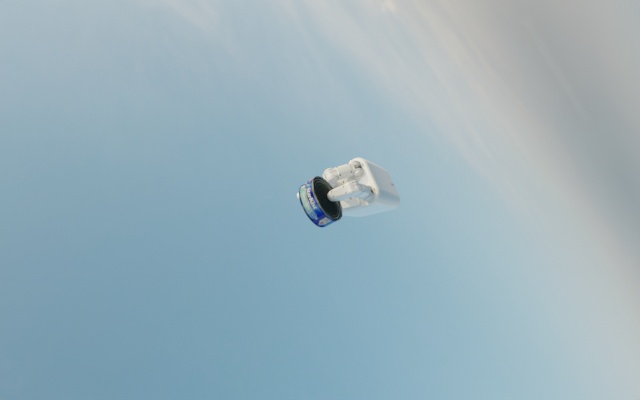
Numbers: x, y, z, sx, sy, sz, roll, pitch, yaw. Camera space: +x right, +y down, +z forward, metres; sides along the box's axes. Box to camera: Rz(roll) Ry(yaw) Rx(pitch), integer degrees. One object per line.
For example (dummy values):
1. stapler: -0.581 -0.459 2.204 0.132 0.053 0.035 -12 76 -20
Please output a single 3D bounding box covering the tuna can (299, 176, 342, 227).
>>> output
1. tuna can: 0.000 0.003 0.829 0.034 0.086 0.086 -29 -13 24
